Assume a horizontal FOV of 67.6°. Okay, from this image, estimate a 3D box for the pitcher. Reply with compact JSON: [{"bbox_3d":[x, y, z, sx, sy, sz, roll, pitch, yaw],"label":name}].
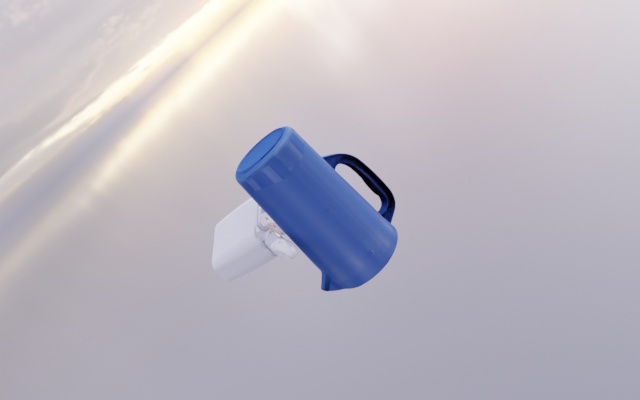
[{"bbox_3d":[0.000,0.002,0.710,0.145,0.243,0.149,-32,25,27],"label":"pitcher"}]
